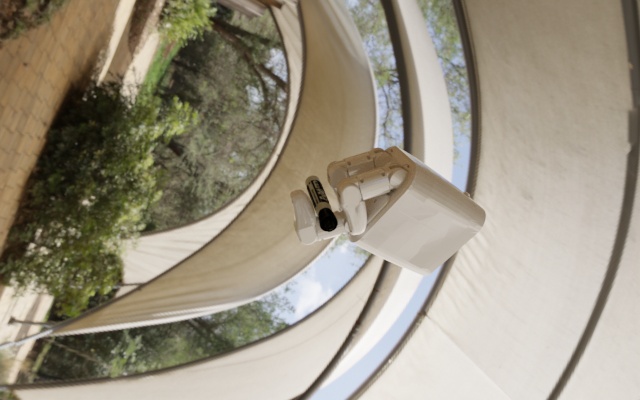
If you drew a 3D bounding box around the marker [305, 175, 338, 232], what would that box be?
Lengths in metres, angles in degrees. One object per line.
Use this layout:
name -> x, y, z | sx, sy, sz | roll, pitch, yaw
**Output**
marker -> 0.000, 0.002, 0.527 | 0.020, 0.020, 0.121 | 0, 23, -10
